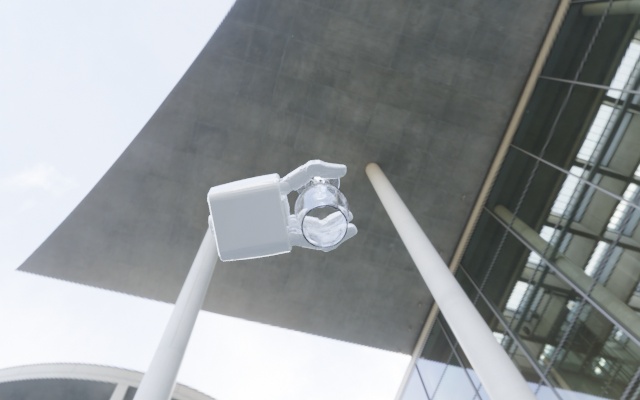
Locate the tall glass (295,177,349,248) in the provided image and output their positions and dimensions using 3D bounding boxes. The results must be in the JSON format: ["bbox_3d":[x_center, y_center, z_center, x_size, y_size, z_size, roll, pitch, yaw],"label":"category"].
[{"bbox_3d":[0.000,0.002,0.718,0.079,0.079,0.201,0,19,-3],"label":"tall glass"}]
